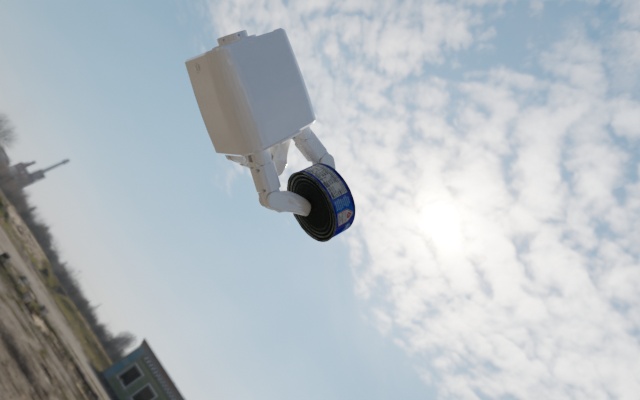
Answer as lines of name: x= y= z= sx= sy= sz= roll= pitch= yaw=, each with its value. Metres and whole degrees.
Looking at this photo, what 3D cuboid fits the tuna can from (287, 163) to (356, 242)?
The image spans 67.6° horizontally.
tuna can: x=0.001 y=0.002 z=0.544 sx=0.033 sy=0.086 sz=0.086 roll=-27 pitch=15 yaw=-31
